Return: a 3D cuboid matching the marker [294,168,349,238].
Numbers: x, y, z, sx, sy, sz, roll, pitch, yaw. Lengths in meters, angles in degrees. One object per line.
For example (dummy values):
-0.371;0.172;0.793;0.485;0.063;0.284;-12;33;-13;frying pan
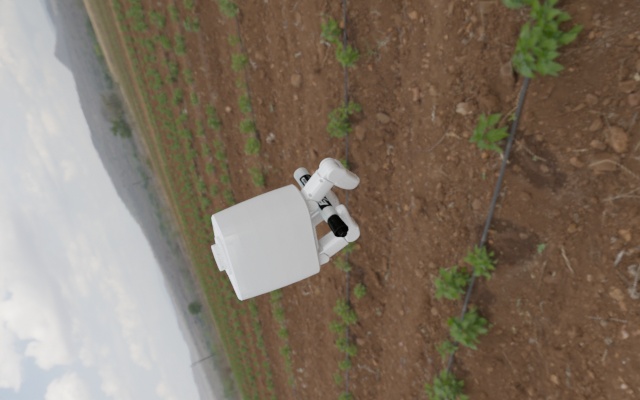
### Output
0.000;0.002;0.577;0.020;0.020;0.121;0;38;-34;marker
